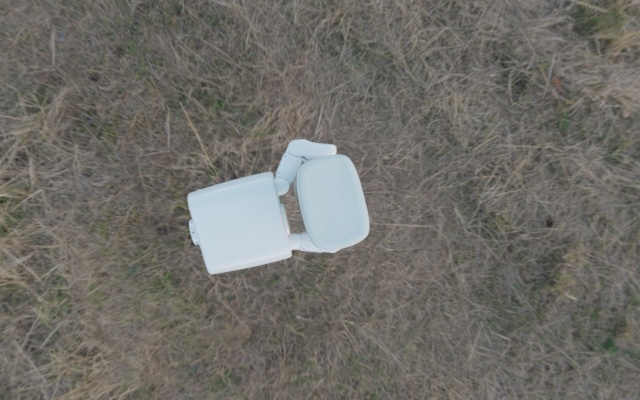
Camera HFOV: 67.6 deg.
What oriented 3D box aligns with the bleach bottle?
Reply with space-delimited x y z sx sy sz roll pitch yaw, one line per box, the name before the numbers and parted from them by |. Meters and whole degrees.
bleach bottle | 0.000 0.002 0.617 0.068 0.102 0.251 -13 0 -6
